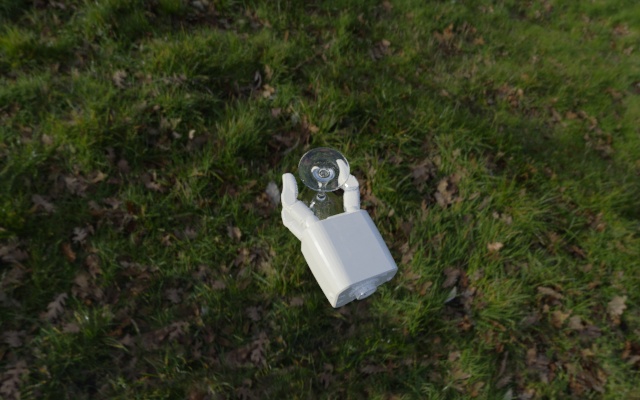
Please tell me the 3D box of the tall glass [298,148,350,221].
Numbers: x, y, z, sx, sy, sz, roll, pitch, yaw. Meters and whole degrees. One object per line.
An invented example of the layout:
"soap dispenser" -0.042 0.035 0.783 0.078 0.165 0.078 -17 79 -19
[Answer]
"tall glass" 0.000 0.002 0.768 0.079 0.079 0.201 0 -28 -4
